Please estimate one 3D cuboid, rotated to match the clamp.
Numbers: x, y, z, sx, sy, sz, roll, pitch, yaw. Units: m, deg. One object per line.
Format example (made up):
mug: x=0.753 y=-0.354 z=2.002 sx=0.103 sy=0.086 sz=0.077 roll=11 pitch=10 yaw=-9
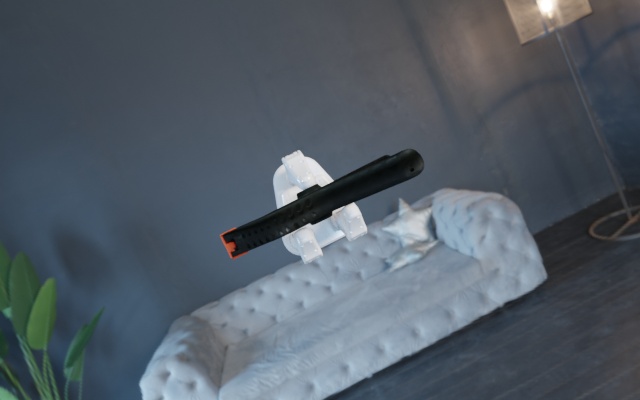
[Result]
clamp: x=-0.001 y=0.001 z=0.471 sx=0.210 sy=0.036 sz=0.164 roll=-26 pitch=2 yaw=-5
